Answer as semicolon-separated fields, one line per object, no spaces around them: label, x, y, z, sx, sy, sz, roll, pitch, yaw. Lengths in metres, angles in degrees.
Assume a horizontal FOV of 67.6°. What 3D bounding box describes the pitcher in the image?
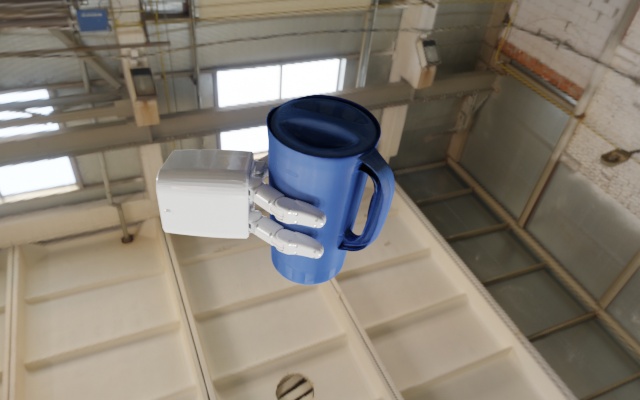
pitcher;0.000;0.002;0.618;0.145;0.243;0.149;2;41;-6
